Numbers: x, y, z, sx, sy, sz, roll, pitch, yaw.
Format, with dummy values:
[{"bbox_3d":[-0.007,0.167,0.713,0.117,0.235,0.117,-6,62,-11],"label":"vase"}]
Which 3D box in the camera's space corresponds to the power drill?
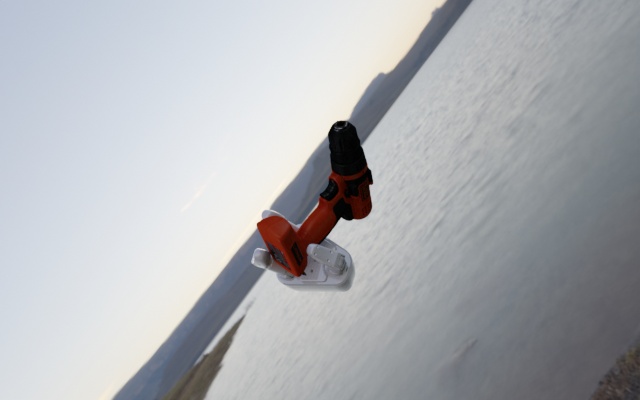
[{"bbox_3d":[0.000,0.003,0.670,0.057,0.185,0.187,30,62,36],"label":"power drill"}]
